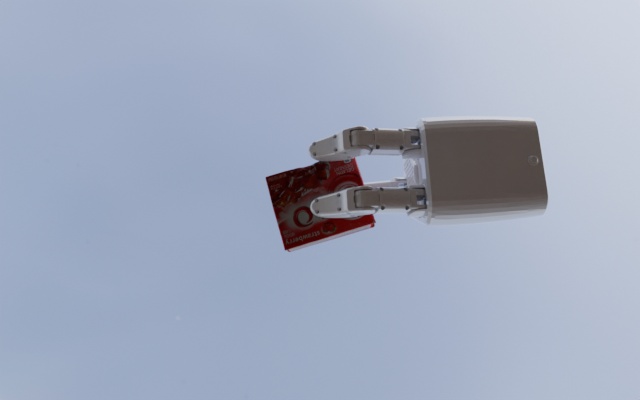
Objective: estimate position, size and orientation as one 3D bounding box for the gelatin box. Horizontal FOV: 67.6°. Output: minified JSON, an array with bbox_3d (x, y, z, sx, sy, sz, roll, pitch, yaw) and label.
[{"bbox_3d":[0.000,0.002,0.454,0.089,0.073,0.030,-17,-12,2],"label":"gelatin box"}]
